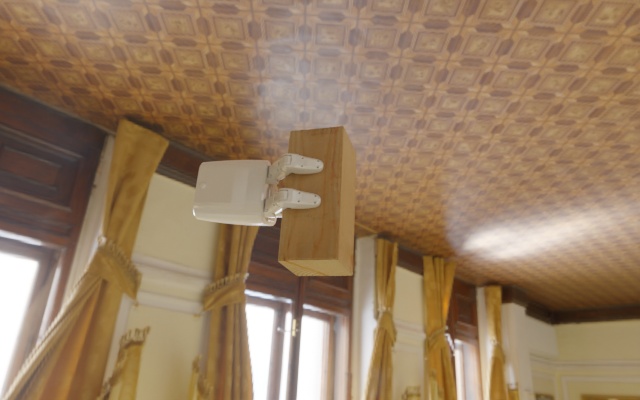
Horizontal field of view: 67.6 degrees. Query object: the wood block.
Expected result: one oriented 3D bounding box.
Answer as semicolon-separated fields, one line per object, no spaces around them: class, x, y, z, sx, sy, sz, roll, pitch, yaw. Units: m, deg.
wood block;0.000;0.003;0.722;0.090;0.206;0.091;-3;-23;16
